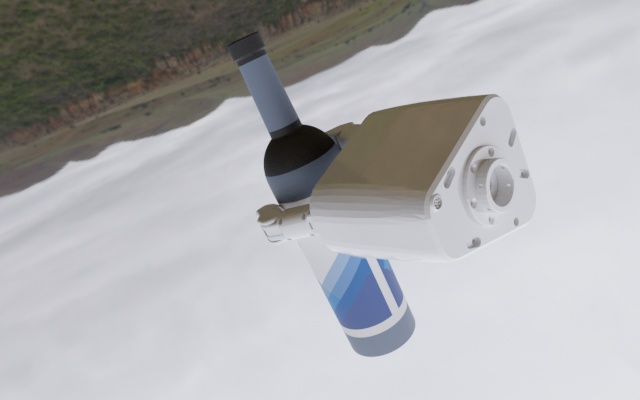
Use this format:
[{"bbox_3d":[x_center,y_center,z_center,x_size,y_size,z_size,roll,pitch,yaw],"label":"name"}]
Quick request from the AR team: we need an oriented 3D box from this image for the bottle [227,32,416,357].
[{"bbox_3d":[0.000,0.002,0.414,0.069,0.296,0.069,-23,19,8],"label":"bottle"}]
